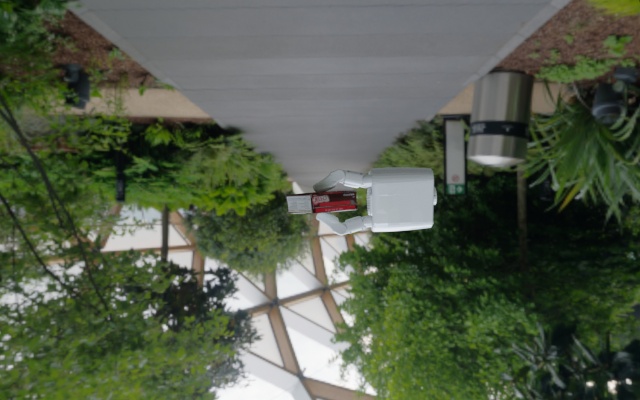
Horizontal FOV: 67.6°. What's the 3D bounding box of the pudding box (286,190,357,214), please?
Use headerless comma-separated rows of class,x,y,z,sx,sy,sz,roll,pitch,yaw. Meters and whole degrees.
pudding box,0.000,0.003,0.853,0.090,0.039,0.113,-4,-1,-27
